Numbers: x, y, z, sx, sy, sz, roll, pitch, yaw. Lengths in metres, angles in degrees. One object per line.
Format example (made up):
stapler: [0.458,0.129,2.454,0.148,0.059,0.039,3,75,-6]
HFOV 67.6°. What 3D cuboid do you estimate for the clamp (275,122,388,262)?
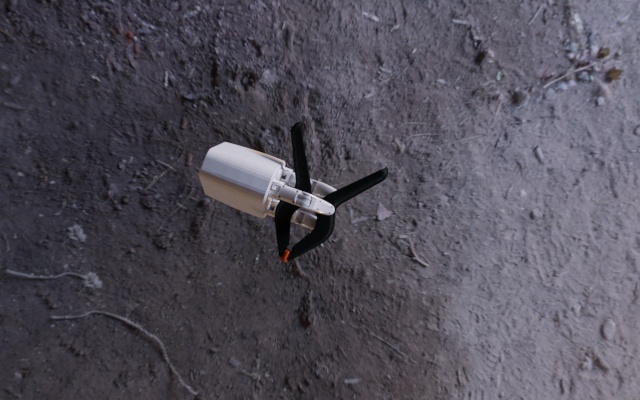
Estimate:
clamp: [0.000,0.003,0.737,0.164,0.210,0.036,21,-1,2]
